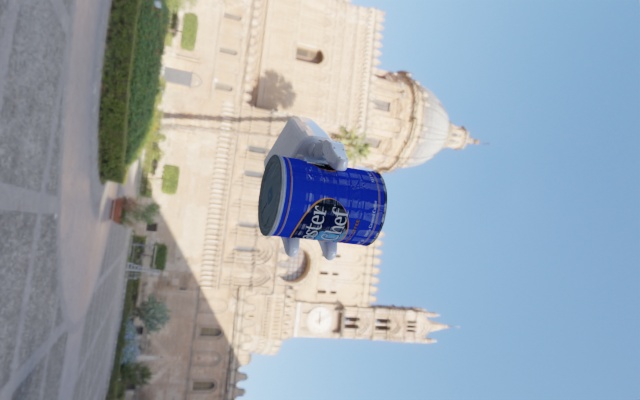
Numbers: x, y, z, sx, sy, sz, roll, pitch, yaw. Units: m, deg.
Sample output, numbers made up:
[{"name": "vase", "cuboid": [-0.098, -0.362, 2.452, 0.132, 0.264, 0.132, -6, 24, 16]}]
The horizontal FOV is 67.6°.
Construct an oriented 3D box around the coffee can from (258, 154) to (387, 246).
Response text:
[{"name": "coffee can", "cuboid": [0.000, 0.002, 0.616, 0.140, 0.103, 0.103, 8, -3, -21]}]
